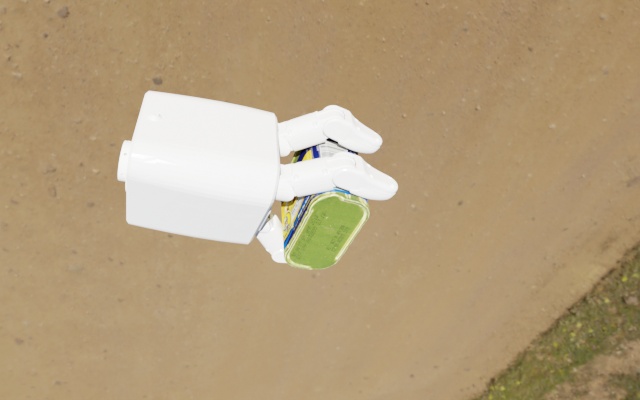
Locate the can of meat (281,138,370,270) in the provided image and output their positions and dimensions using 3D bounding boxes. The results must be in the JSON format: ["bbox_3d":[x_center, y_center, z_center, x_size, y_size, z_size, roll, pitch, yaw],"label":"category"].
[{"bbox_3d":[0.000,0.002,0.433,0.057,0.083,0.102,12,-47,-19],"label":"can of meat"}]
